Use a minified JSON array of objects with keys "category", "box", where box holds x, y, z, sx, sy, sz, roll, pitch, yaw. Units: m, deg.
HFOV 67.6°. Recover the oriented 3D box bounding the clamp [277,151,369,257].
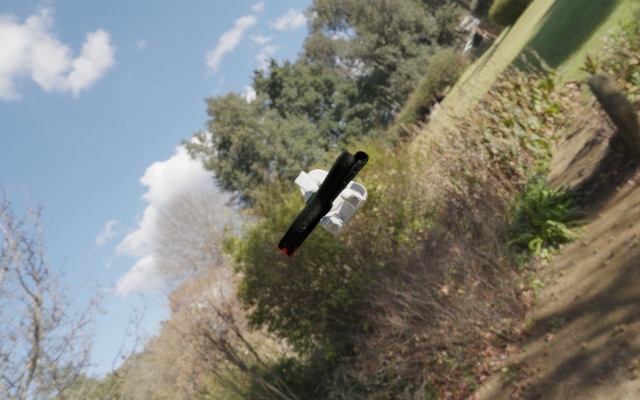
[{"category":"clamp","box":[-0.001,0.002,0.744,0.036,0.210,0.164,39,6,8]}]
